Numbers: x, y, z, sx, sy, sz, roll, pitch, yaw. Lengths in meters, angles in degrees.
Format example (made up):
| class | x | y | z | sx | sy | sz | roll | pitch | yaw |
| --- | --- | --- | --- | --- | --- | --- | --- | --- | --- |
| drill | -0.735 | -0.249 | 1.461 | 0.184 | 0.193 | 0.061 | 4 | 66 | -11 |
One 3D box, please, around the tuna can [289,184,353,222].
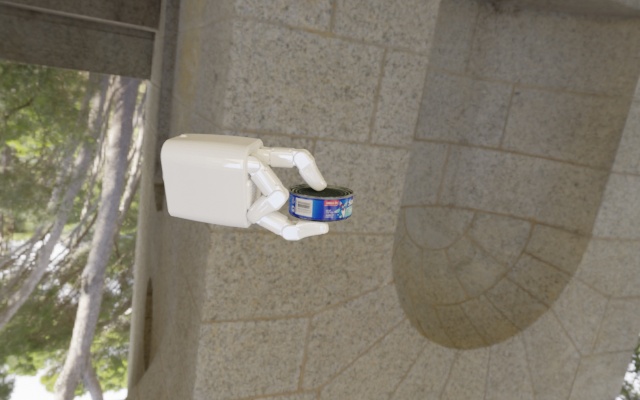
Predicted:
| class | x | y | z | sx | sy | sz | roll | pitch | yaw |
| --- | --- | --- | --- | --- | --- | --- | --- | --- | --- |
| tuna can | 0.000 | 0.003 | 0.635 | 0.086 | 0.034 | 0.086 | 3 | 13 | -1 |
